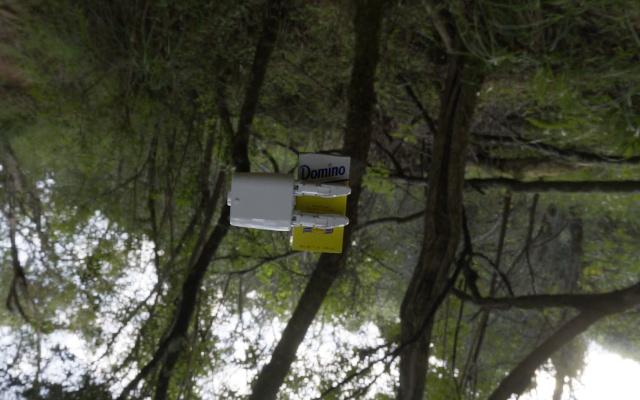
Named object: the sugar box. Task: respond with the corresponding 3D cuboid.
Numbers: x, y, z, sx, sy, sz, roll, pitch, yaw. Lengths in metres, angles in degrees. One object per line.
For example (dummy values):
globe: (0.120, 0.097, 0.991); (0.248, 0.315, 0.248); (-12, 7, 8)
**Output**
sugar box: (0.000, 0.003, 0.866); (0.093, 0.176, 0.048); (4, 9, -4)
